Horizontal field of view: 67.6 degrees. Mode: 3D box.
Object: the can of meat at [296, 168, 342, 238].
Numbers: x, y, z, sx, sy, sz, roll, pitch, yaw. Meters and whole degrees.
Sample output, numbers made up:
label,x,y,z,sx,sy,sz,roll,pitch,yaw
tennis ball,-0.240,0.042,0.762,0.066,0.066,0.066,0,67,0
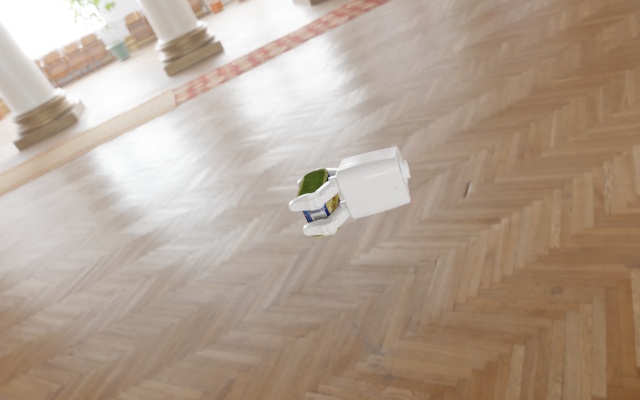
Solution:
label,x,y,z,sx,sy,sz,roll,pitch,yaw
can of meat,0.000,0.003,0.871,0.057,0.084,0.102,-13,33,18
